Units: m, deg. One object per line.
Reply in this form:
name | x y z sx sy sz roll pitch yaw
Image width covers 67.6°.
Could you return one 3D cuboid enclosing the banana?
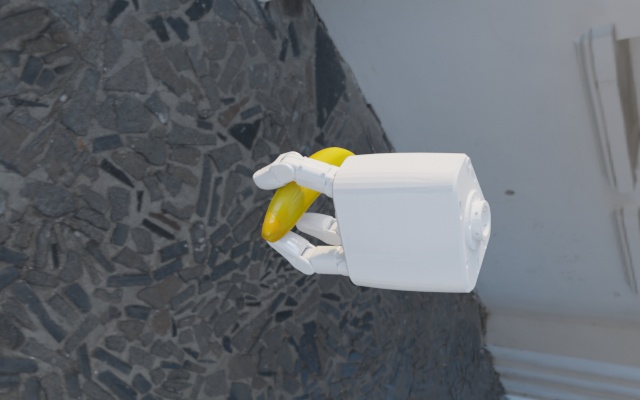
banana | 0.000 -0.017 0.505 0.037 0.070 0.197 3 16 29
